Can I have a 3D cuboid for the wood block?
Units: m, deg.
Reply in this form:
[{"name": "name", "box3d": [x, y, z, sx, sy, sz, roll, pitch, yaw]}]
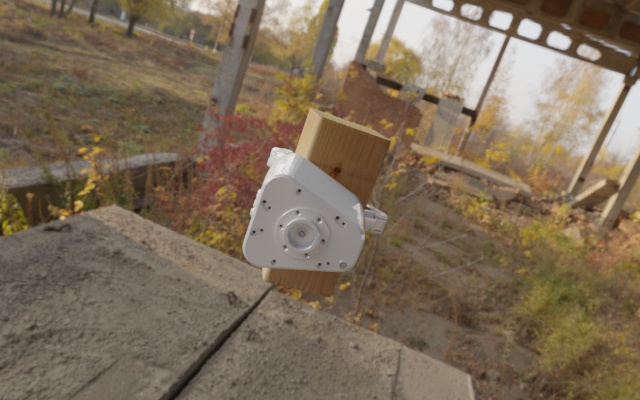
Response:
[{"name": "wood block", "box3d": [0.000, 0.002, 0.595, 0.091, 0.206, 0.090, 17, 14, -14]}]
